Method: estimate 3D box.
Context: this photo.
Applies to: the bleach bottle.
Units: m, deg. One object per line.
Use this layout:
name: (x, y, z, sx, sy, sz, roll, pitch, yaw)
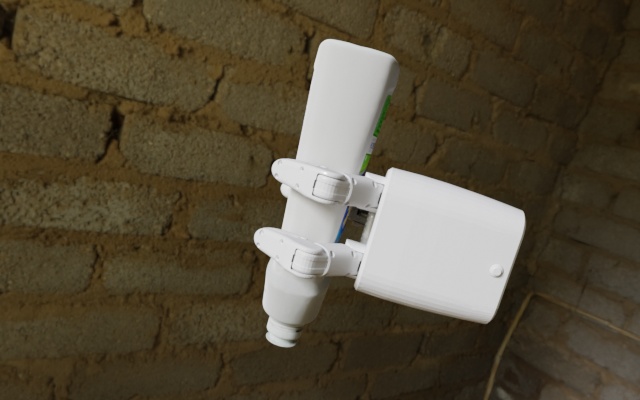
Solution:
bleach bottle: (0.000, 0.001, 0.407, 0.068, 0.251, 0.102, 16, 9, 4)
